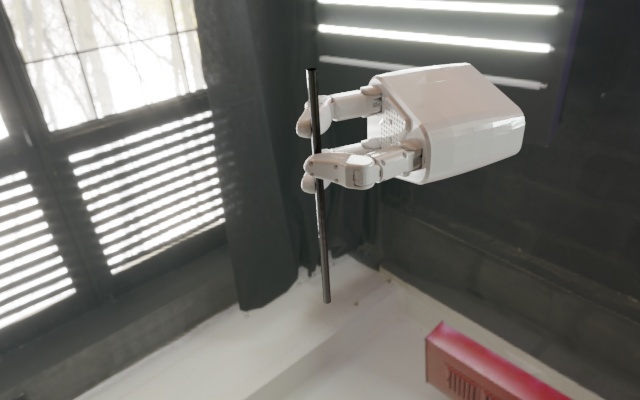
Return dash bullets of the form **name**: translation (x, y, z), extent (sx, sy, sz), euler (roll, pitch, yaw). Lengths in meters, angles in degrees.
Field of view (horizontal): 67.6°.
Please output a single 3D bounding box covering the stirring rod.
- **stirring rod**: translation (0.000, 0.001, 0.431), extent (0.011, 0.240, 0.011), euler (-3, 31, 2)
